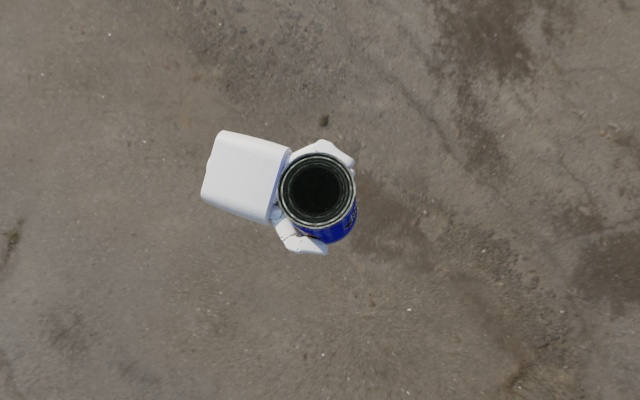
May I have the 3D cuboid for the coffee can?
[{"bbox_3d":[0.000,0.002,0.674,0.103,0.102,0.140,0,-13,5],"label":"coffee can"}]
